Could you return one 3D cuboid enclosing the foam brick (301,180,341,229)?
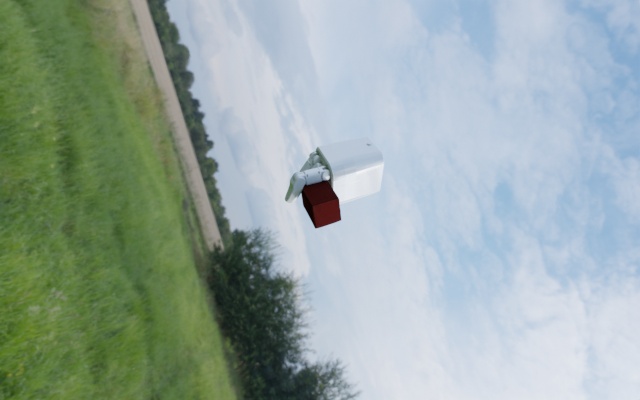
[{"bbox_3d":[0.000,0.003,0.863,0.051,0.053,0.078,-15,38,-11],"label":"foam brick"}]
